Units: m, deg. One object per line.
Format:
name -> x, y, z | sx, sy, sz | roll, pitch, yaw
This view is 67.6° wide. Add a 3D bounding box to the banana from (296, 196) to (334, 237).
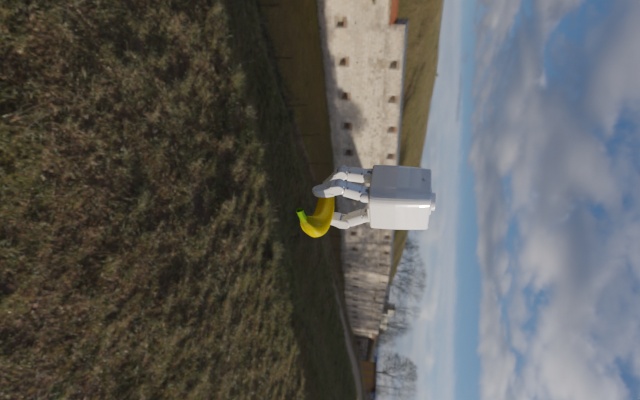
banana -> 0.000, 0.022, 0.864 | 0.037, 0.070, 0.197 | 1, 15, 13
